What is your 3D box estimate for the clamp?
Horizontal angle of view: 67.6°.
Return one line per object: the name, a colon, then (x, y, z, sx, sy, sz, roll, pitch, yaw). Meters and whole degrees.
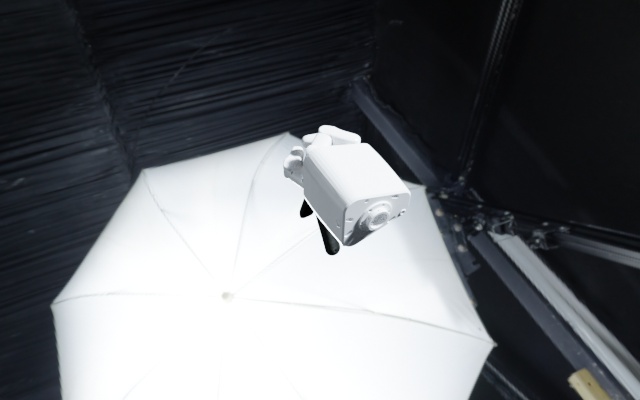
clamp: (0.001, 0.002, 0.744, 0.039, 0.172, 0.120, -24, 51, -22)
